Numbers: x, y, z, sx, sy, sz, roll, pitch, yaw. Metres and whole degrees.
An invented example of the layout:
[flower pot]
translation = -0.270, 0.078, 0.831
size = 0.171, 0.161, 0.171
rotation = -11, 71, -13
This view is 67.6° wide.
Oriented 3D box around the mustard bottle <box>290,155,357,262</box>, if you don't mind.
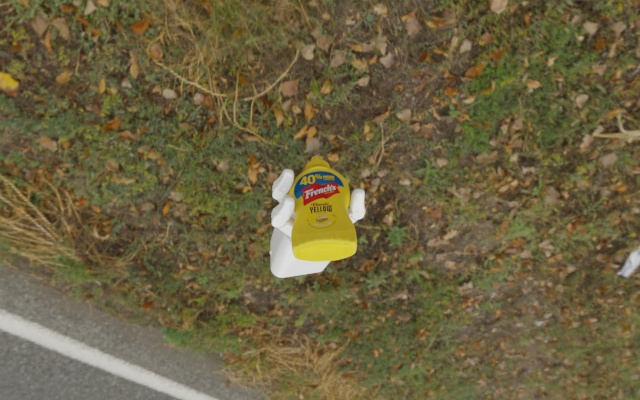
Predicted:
[mustard bottle]
translation = 0.000, 0.002, 0.753
size = 0.096, 0.191, 0.058
rotation = -6, -40, 1
